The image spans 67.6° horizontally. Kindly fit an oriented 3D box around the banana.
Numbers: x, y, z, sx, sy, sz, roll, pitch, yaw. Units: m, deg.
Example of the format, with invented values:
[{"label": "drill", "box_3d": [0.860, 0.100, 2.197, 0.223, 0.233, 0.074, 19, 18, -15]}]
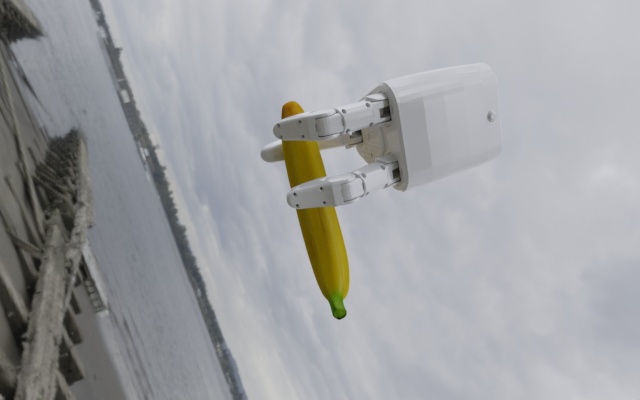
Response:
[{"label": "banana", "box_3d": [-0.002, 0.008, 0.447, 0.037, 0.198, 0.069, -14, -7, -12]}]
